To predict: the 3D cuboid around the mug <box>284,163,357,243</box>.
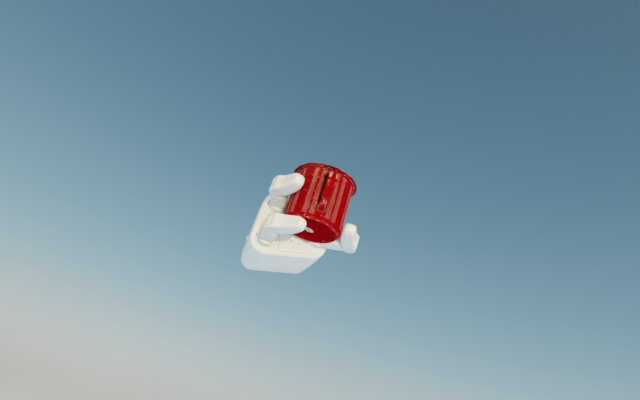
[{"bbox_3d":[0.001,0.002,0.651,0.093,0.081,0.117,21,-28,-9],"label":"mug"}]
